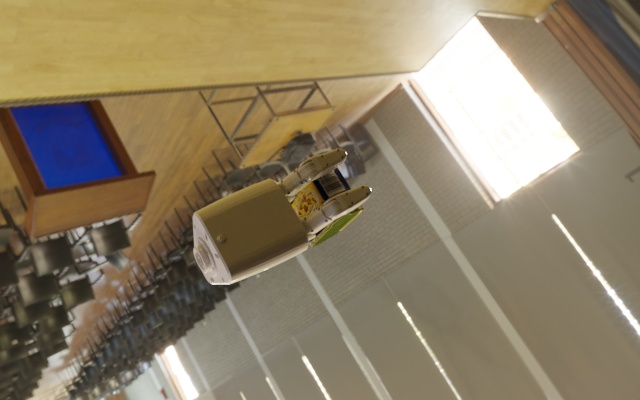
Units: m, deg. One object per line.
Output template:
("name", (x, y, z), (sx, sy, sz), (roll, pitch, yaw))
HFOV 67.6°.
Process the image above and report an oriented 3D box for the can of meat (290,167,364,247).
("can of meat", (0.000, 0.002, 0.623), (0.057, 0.084, 0.102), (-22, -15, -34))
